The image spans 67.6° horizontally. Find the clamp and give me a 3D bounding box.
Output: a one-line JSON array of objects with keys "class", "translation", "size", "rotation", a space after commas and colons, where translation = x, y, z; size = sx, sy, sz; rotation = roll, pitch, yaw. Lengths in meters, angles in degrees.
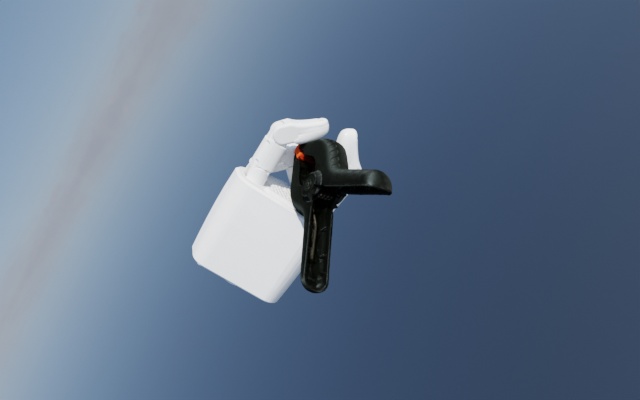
[{"class": "clamp", "translation": [0.000, 0.001, 0.444], "size": [0.039, 0.120, 0.171], "rotation": [28, 13, -25]}]
